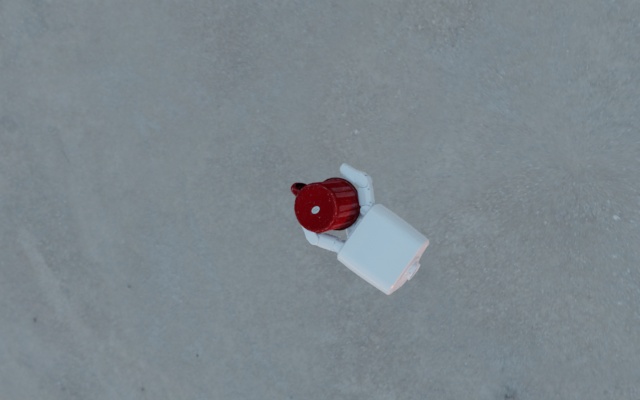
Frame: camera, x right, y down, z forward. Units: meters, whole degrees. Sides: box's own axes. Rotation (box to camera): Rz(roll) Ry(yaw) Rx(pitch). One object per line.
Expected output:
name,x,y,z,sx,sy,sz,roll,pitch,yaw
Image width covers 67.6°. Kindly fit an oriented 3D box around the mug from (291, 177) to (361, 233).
mug,-0.001,0.002,0.796,0.117,0.093,0.081,35,19,20
